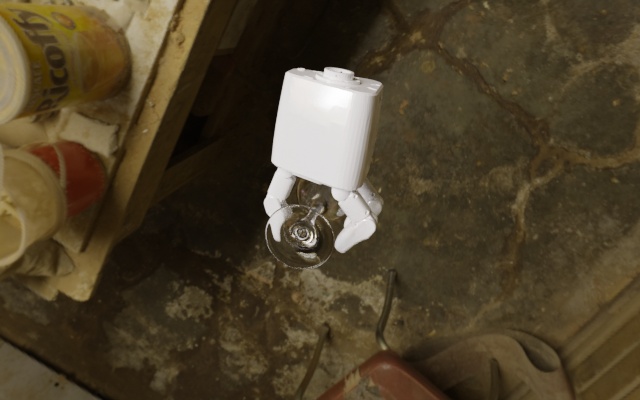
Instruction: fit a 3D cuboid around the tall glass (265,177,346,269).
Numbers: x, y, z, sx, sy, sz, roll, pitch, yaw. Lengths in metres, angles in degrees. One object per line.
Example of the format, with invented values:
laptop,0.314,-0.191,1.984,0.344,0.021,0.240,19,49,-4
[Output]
tall glass,0.000,0.002,0.583,0.079,0.079,0.201,0,22,14
